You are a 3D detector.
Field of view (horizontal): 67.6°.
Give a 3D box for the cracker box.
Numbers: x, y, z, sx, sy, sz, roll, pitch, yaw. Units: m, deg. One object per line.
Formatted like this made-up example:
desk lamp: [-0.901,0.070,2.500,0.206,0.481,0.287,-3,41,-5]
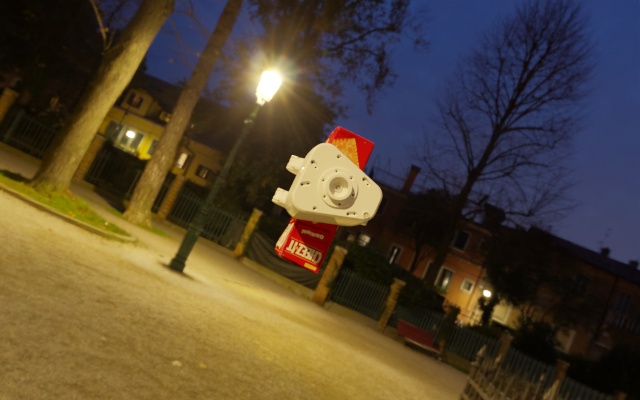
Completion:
cracker box: [0.000,0.002,0.777,0.072,0.213,0.164,26,-7,-4]
